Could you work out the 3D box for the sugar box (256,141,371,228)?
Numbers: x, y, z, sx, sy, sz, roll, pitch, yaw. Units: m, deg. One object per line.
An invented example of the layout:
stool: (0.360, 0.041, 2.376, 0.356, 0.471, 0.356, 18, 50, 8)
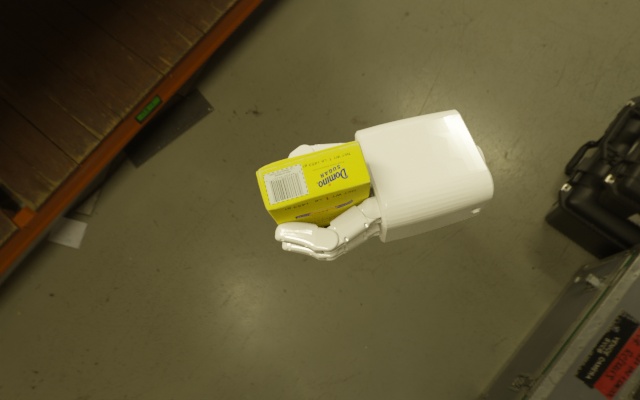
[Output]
sugar box: (0.000, 0.002, 0.482, 0.093, 0.048, 0.176, -15, -18, 1)
